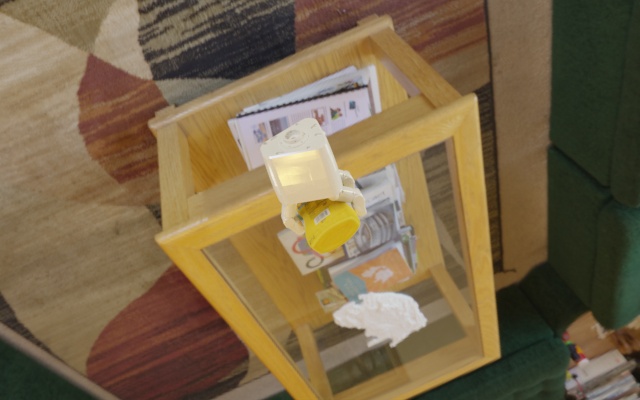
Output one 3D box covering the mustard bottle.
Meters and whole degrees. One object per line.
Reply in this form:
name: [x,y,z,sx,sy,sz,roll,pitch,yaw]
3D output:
mustard bottle: [0.000,0.003,0.886,0.096,0.191,0.058,-39,-49,14]
